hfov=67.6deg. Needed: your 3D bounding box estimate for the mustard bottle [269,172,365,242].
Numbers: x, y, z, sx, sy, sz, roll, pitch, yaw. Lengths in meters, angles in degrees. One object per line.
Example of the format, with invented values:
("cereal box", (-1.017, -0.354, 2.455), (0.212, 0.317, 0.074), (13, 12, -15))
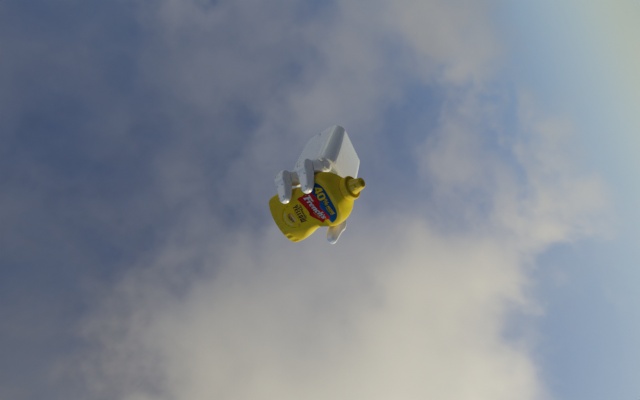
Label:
("mustard bottle", (0.000, 0.003, 0.839), (0.192, 0.096, 0.058), (-25, 7, 37))
